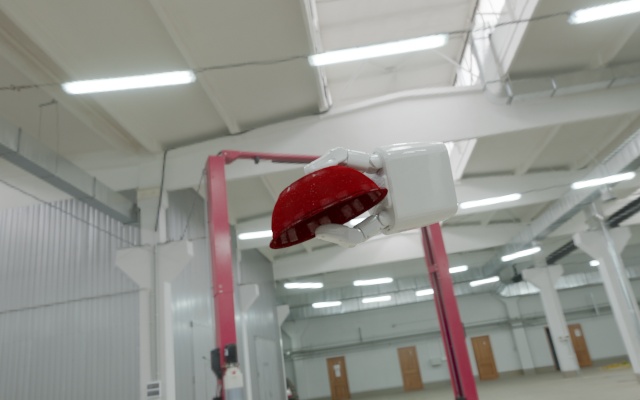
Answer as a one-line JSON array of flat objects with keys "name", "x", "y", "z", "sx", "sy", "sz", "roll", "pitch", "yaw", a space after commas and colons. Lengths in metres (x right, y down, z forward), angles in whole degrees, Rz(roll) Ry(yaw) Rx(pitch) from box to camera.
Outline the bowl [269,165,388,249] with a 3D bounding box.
[{"name": "bowl", "x": -0.001, "y": 0.002, "z": 0.594, "sx": 0.162, "sy": 0.055, "sz": 0.162, "roll": -25, "pitch": -12, "yaw": -6}]
